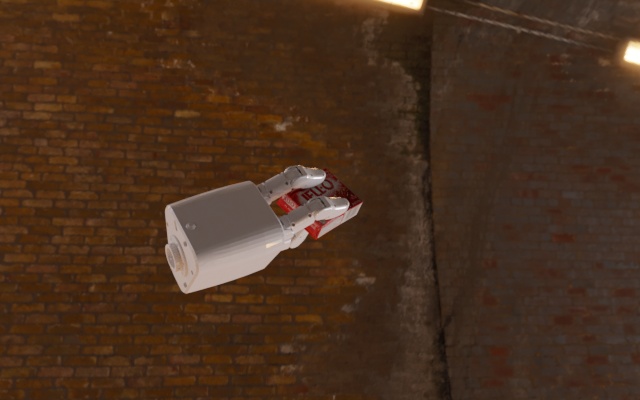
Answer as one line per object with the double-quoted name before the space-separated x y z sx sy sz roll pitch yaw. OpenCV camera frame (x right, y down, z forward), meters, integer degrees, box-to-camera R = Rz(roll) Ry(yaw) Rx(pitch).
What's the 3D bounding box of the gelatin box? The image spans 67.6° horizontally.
"gelatin box" 0.000 0.002 0.624 0.073 0.030 0.089 43 45 20
